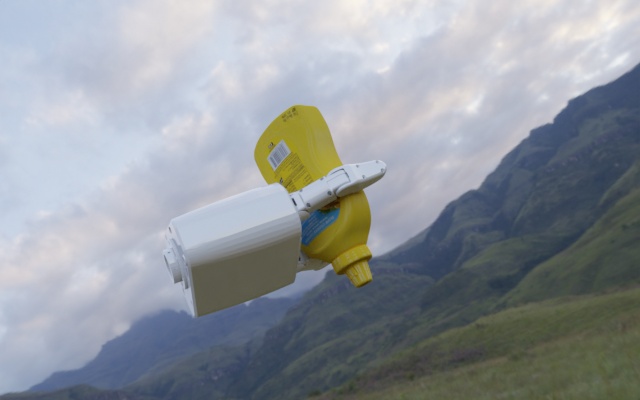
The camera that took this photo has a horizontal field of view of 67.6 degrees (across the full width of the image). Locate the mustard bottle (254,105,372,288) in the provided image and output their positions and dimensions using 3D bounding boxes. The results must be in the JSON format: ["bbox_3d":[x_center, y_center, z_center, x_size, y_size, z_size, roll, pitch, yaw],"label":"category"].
[{"bbox_3d":[0.000,0.001,0.495,0.058,0.191,0.096,-6,-29,-47],"label":"mustard bottle"}]
